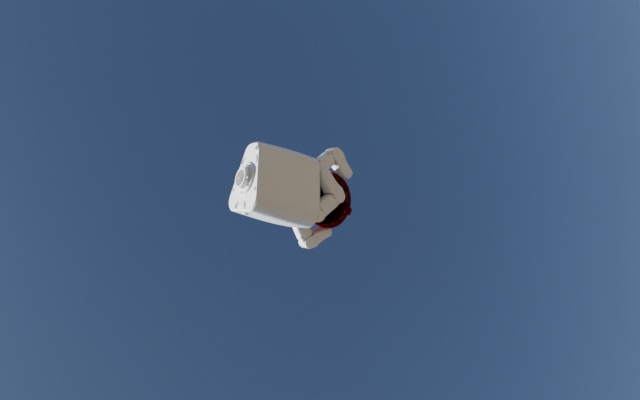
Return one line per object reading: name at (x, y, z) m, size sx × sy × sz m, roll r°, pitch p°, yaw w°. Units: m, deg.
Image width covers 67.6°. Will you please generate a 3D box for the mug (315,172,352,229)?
mug at (0.001, 0.003, 0.817) m, size 0.117 × 0.093 × 0.081 m, roll 19°, pitch -11°, yaw -34°
